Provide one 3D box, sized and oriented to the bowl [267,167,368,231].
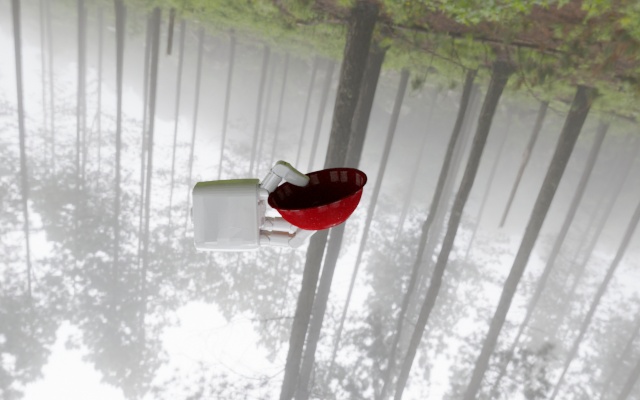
[{"bbox_3d":[0.001,0.003,0.755,0.162,0.055,0.162,-13,22,5],"label":"bowl"}]
